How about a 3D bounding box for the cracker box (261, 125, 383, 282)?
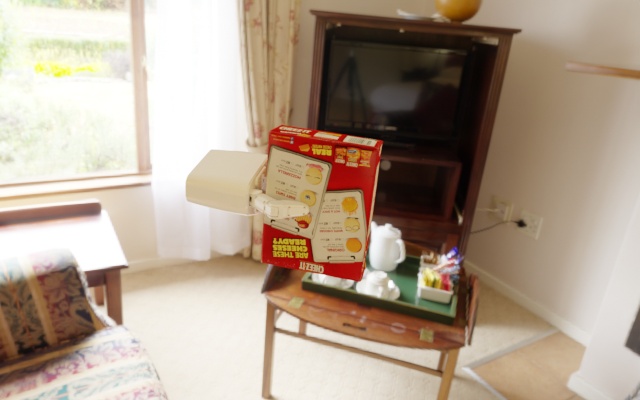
[{"bbox_3d":[0.000,0.002,0.734,0.164,0.214,0.072,10,21,11],"label":"cracker box"}]
